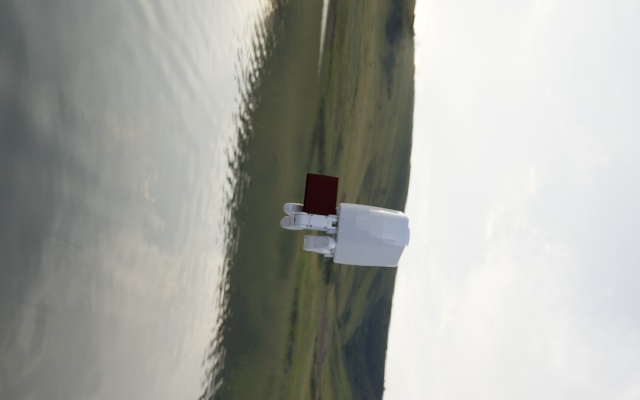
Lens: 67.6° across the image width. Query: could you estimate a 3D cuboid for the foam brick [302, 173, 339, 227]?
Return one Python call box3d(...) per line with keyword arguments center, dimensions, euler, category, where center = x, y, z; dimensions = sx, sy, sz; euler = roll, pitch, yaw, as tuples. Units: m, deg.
box3d(center=(0.000, 0.002, 0.763), dimensions=(0.051, 0.078, 0.053), euler=(5, -13, 2), category="foam brick")
